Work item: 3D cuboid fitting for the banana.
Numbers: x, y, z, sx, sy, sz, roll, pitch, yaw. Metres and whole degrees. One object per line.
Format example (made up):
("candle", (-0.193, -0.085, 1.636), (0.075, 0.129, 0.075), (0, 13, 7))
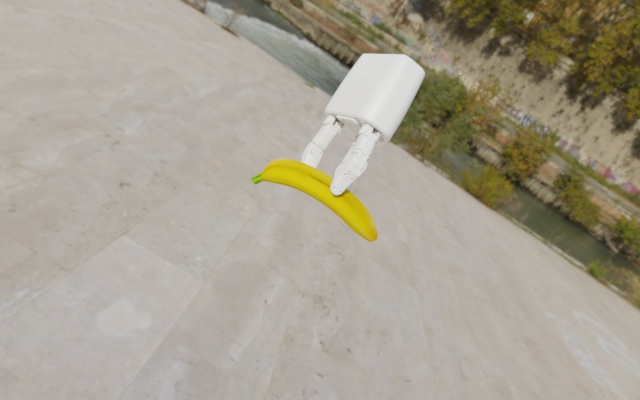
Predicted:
("banana", (0.001, -0.008, 0.661), (0.198, 0.037, 0.070), (28, -32, 2))
